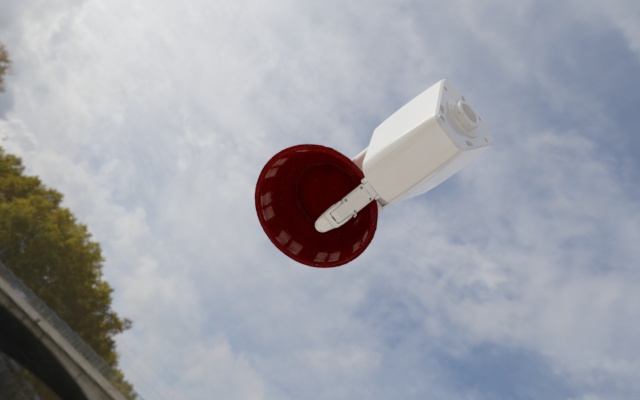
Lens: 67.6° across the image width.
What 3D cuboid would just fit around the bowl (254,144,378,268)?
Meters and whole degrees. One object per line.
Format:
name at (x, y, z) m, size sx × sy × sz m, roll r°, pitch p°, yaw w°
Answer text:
bowl at (-0.001, 0.002, 0.606) m, size 0.162 × 0.162 × 0.055 m, roll 0°, pitch 19°, yaw 21°
